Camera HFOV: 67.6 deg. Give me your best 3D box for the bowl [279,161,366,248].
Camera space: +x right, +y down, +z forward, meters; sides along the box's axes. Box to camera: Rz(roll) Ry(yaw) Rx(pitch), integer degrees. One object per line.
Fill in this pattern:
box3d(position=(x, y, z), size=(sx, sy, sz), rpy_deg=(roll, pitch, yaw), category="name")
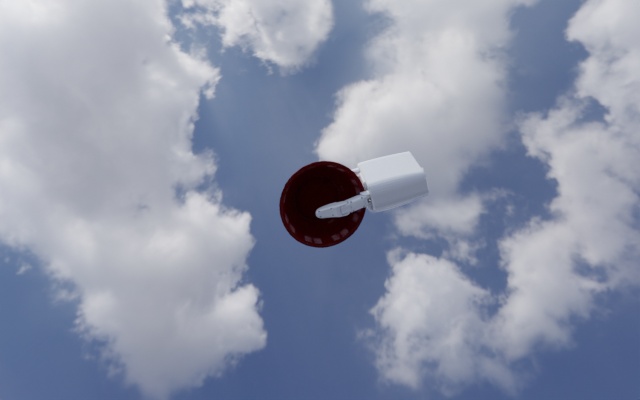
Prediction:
box3d(position=(-0.001, 0.003, 0.882), size=(0.162, 0.162, 0.055), rpy_deg=(0, 14, -14), category="bowl")
